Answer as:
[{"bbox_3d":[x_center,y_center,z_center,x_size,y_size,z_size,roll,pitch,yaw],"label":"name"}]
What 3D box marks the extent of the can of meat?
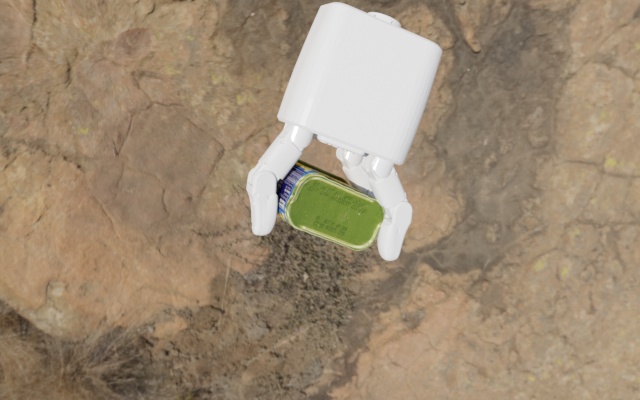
[{"bbox_3d":[0.000,0.002,0.456,0.102,0.057,0.084,22,5,-28],"label":"can of meat"}]
